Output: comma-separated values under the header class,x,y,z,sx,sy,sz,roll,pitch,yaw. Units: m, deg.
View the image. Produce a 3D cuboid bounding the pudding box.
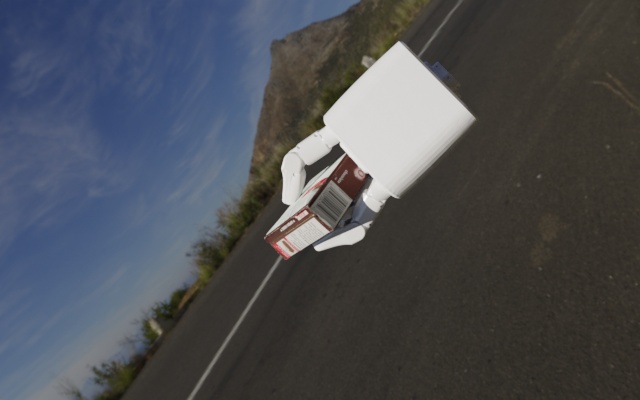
class,x,y,z,sx,sy,sz,roll,pitch,yaw
pudding box,0.000,0.002,0.510,0.090,0.039,0.113,-37,10,47
